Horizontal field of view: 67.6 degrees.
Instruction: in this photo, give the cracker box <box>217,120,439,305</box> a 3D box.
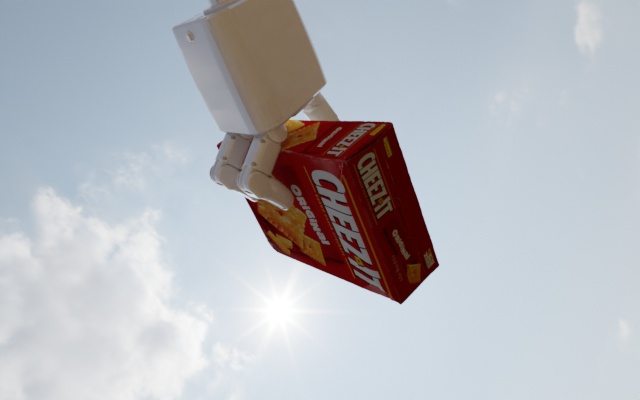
[{"bbox_3d":[0.000,0.001,0.499,0.072,0.164,0.213,-40,32,-26],"label":"cracker box"}]
